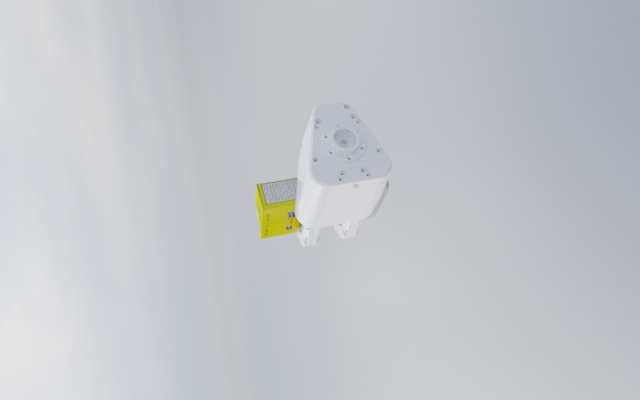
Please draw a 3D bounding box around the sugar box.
[{"bbox_3d":[0.000,0.003,0.661,0.176,0.048,0.093,-8,-27,-13],"label":"sugar box"}]
